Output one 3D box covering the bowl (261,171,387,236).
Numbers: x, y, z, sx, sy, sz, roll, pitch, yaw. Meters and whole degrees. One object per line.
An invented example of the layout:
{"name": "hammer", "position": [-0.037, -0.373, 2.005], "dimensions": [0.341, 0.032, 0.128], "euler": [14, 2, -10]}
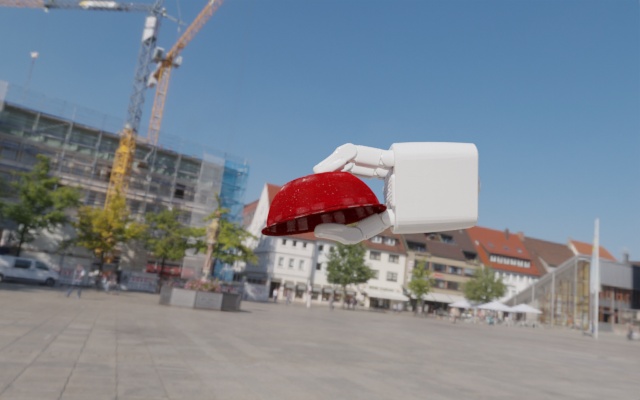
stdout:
{"name": "bowl", "position": [-0.001, 0.002, 0.607], "dimensions": [0.162, 0.055, 0.162], "euler": [-11, -10, -2]}
